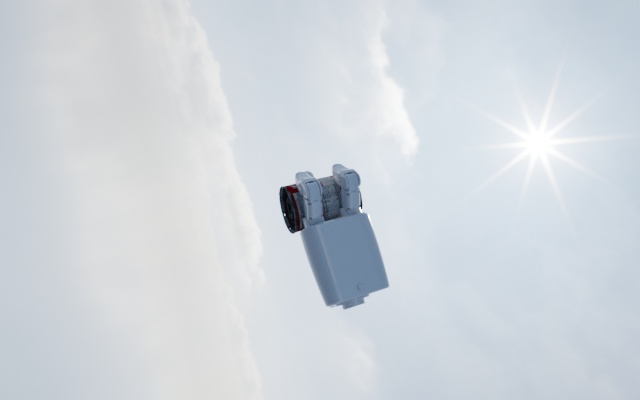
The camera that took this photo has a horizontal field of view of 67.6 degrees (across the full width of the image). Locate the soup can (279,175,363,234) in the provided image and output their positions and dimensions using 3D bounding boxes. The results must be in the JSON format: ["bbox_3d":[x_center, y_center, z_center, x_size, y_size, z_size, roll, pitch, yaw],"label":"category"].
[{"bbox_3d":[0.000,0.002,0.678,0.102,0.068,0.068,-14,4,-18],"label":"soup can"}]
